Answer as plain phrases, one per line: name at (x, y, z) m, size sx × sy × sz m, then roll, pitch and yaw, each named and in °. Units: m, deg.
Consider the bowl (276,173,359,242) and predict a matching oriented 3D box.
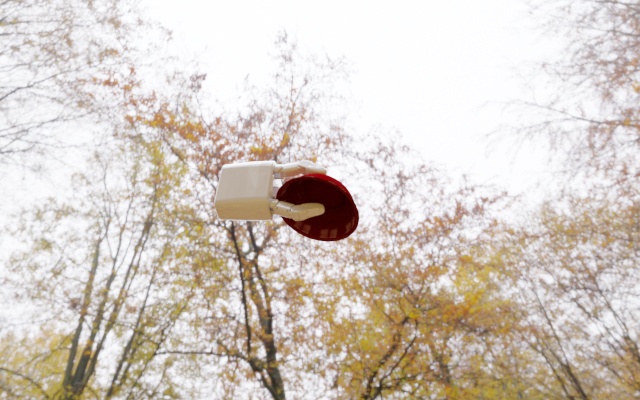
bowl at (0.002, 0.003, 0.900) m, size 0.162 × 0.162 × 0.055 m, roll 0°, pitch 41°, yaw 22°
